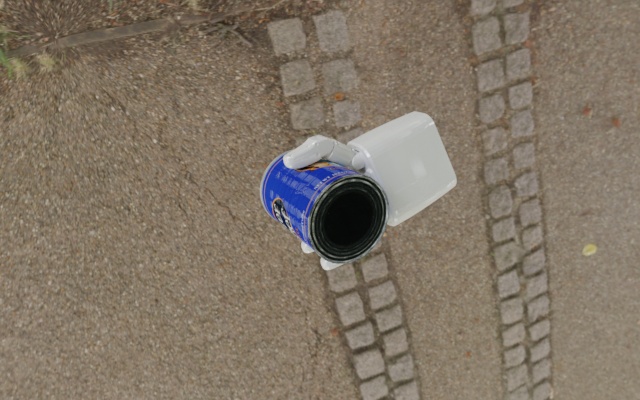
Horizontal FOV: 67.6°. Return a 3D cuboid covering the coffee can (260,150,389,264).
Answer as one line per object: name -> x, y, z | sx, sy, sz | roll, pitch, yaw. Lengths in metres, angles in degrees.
coffee can -> 0.000, 0.002, 0.573 | 0.103, 0.103, 0.140 | 0, 17, -29
